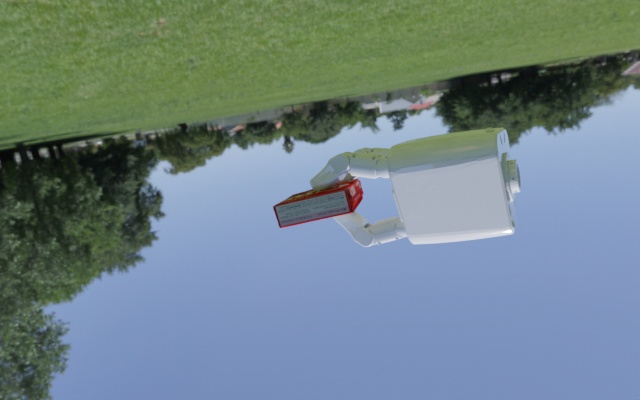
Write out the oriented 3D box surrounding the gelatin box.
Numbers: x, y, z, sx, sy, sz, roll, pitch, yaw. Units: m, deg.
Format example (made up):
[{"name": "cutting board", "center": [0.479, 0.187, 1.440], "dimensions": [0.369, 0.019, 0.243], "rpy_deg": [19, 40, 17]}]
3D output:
[{"name": "gelatin box", "center": [0.000, 0.002, 0.548], "dimensions": [0.089, 0.030, 0.073], "rpy_deg": [-14, 7, 16]}]
